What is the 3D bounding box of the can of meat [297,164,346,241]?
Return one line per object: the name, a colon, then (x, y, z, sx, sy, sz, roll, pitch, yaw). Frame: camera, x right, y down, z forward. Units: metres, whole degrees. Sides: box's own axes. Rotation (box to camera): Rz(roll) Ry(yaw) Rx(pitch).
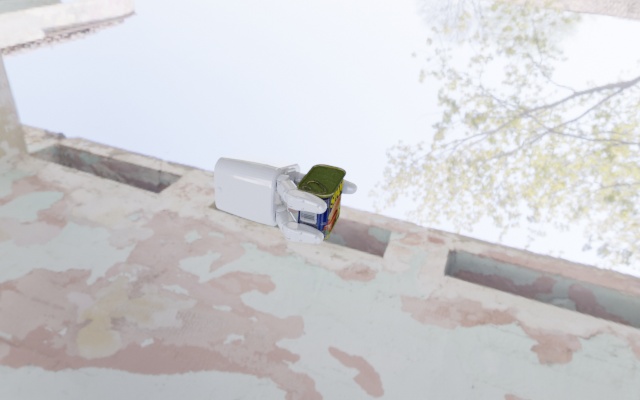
can of meat: (0.000, 0.003, 0.746, 0.057, 0.084, 0.102, 13, 30, 13)
